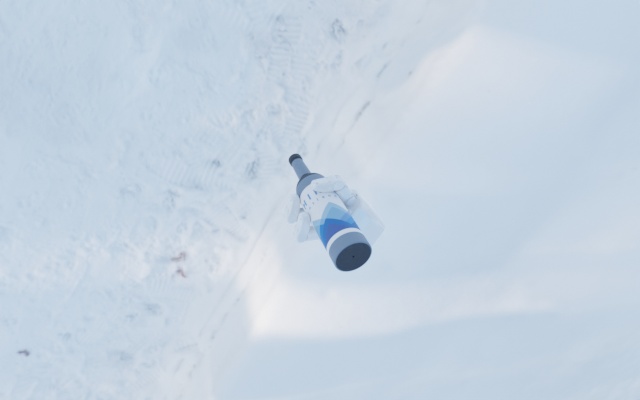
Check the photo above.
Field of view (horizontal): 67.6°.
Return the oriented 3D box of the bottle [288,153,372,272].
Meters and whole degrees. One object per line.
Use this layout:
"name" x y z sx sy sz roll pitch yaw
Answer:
"bottle" 0.000 0.003 0.869 0.069 0.069 0.295 0 37 -27
